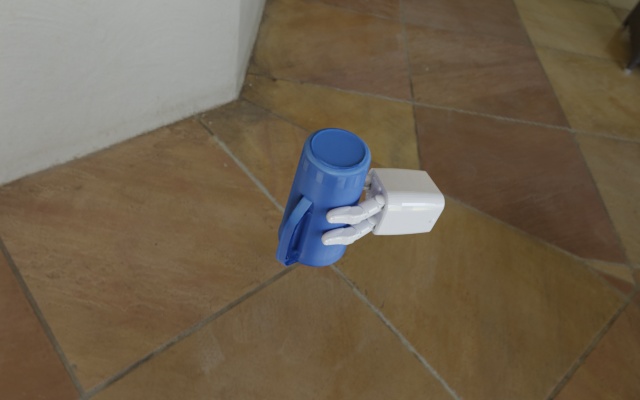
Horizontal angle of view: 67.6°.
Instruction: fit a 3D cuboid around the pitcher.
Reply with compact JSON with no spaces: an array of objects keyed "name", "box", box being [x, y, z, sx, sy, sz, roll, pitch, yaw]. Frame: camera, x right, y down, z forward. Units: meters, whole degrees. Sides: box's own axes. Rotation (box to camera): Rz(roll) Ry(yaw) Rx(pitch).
[{"name":"pitcher","box":[0.000,0.003,0.821,0.145,0.149,0.243,2,-41,-12]}]
